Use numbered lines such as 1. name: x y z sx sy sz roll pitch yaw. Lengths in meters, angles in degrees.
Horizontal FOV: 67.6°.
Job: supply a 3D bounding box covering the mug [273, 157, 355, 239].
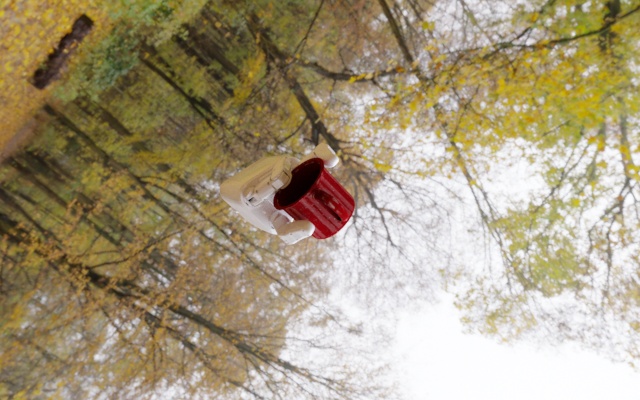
1. mug: 0.001 0.002 0.660 0.081 0.093 0.117 44 -14 -27
